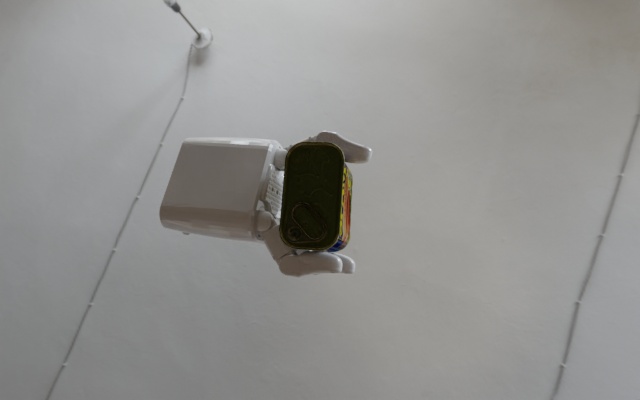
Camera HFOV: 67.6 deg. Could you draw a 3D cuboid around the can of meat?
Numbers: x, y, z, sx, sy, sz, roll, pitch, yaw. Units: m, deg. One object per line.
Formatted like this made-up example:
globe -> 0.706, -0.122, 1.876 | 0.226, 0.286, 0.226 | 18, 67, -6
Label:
can of meat -> 0.000, 0.002, 0.480 | 0.057, 0.102, 0.084 | 2, -9, 12
